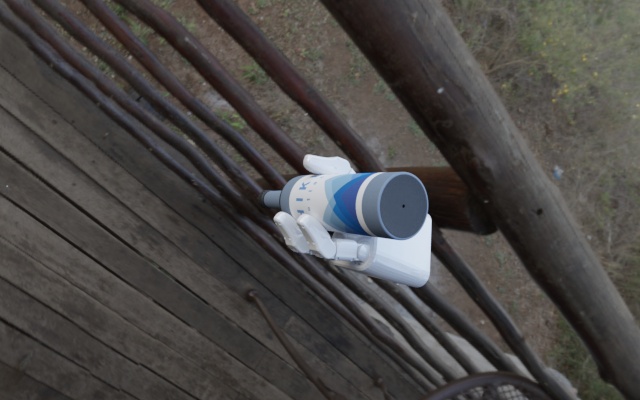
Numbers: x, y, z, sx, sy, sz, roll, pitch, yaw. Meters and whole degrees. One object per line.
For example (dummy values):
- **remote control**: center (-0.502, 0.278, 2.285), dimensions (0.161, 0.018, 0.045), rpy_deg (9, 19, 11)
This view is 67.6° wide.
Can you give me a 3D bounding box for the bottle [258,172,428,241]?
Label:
- **bottle**: center (0.000, 0.002, 0.582), dimensions (0.069, 0.069, 0.295), rpy_deg (0, 1, -33)
